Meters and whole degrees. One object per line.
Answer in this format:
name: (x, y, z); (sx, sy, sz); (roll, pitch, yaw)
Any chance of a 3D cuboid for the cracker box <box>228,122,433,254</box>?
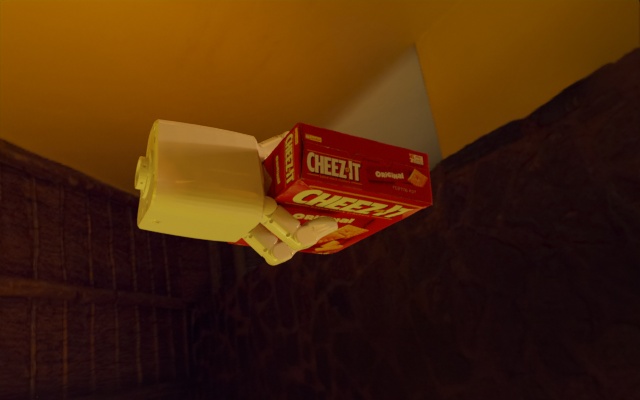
cracker box: (0.000, 0.002, 0.569); (0.164, 0.072, 0.214); (9, -24, -27)
